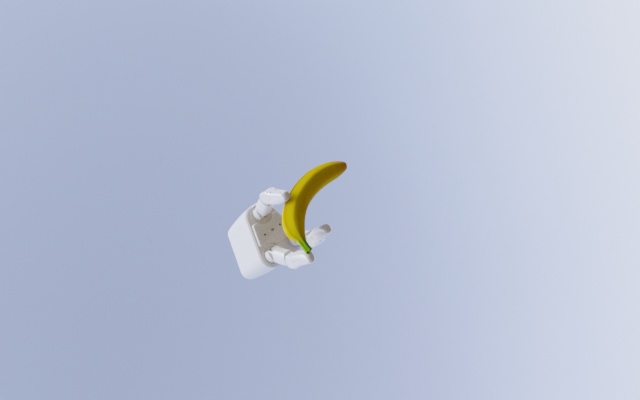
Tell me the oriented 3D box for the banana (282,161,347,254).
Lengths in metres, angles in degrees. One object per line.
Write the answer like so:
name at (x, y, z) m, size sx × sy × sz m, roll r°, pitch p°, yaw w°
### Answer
banana at (-0.016, -0.005, 0.784) m, size 0.069 × 0.197 × 0.037 m, roll 33°, pitch -36°, yaw -12°
